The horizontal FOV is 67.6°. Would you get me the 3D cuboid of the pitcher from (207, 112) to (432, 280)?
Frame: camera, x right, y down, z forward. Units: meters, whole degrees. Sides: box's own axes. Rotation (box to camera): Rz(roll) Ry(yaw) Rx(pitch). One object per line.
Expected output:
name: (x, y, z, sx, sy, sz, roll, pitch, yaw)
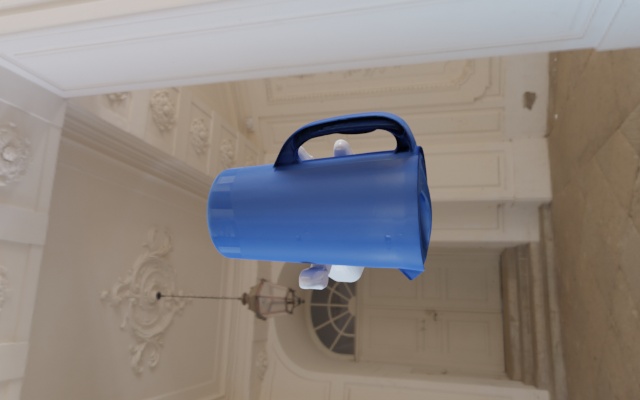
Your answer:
pitcher: (0.000, 0.002, 0.538, 0.243, 0.149, 0.145, -2, -24, 16)
